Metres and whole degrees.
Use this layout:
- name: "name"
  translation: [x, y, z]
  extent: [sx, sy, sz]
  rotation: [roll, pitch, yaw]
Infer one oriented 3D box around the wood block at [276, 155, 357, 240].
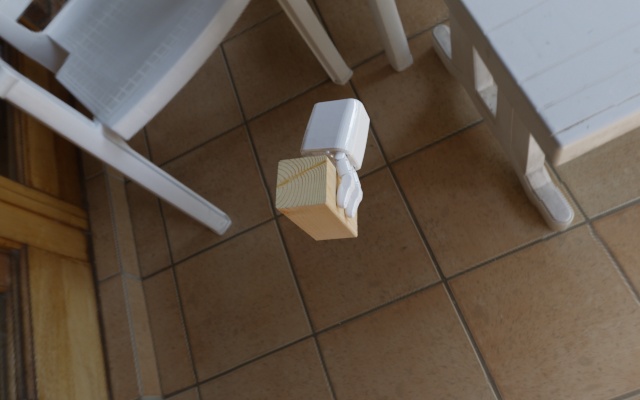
- name: "wood block"
  translation: [0.000, 0.002, 0.885]
  extent: [0.091, 0.090, 0.206]
  rotation: [-5, -21, 18]
